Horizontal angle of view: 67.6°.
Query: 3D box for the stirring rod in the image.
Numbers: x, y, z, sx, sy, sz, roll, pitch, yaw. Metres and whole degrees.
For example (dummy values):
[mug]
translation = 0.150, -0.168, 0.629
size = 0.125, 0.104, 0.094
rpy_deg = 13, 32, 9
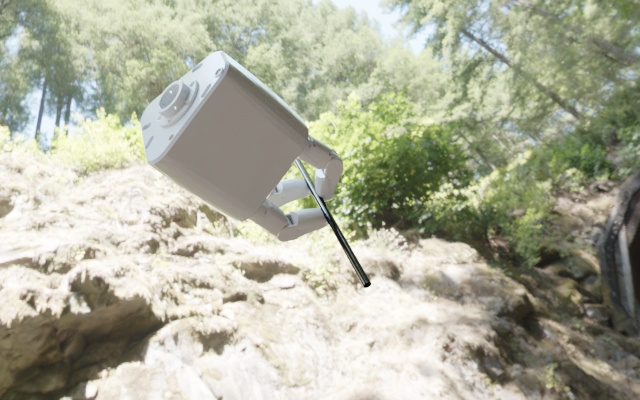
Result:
[stirring rod]
translation = 0.000, 0.002, 0.508
size = 0.011, 0.011, 0.239
rpy_deg = 0, 38, -26
